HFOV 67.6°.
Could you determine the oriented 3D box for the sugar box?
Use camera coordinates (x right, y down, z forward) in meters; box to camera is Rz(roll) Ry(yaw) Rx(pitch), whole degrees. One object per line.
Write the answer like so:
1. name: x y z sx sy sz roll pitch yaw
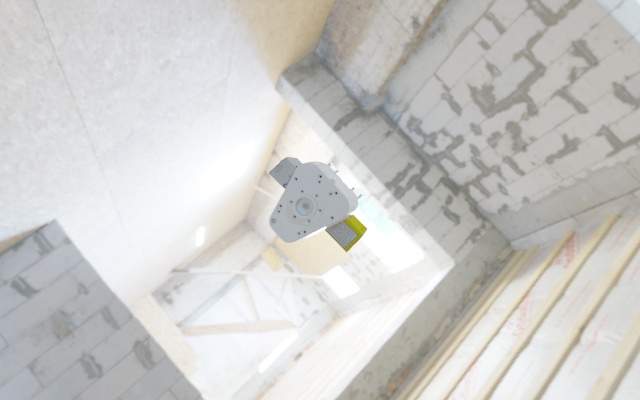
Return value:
1. sugar box: 0.001 0.002 0.785 0.048 0.176 0.093 -43 -4 10
